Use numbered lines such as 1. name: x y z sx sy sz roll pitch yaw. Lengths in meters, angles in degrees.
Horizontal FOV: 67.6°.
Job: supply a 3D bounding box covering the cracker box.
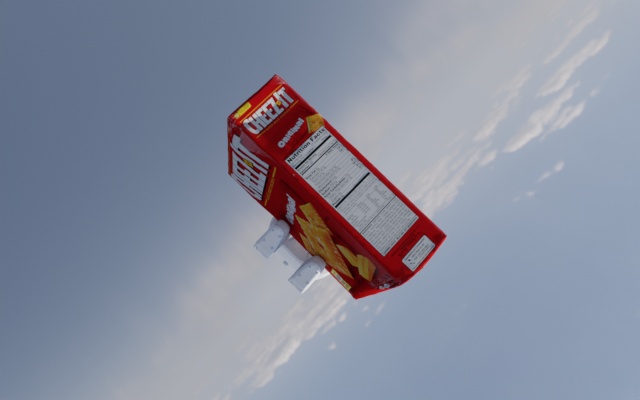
1. cracker box: 0.000 0.002 0.488 0.072 0.213 0.164 -46 -3 -18
